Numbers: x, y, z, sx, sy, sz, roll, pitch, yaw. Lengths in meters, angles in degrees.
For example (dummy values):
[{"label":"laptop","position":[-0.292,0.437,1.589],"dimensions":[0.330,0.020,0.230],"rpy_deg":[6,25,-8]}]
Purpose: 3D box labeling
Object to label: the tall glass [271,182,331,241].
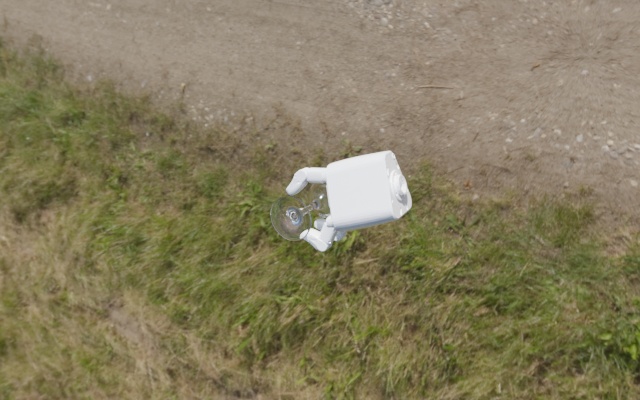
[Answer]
[{"label":"tall glass","position":[0.000,0.003,0.829],"dimensions":[0.079,0.079,0.201],"rpy_deg":[0,15,29]}]
